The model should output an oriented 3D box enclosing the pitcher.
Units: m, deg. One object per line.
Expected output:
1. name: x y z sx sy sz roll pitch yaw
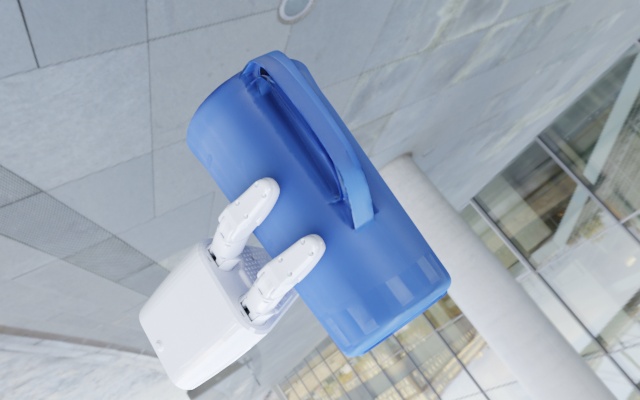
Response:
1. pitcher: 0.000 0.001 0.408 0.145 0.242 0.149 -43 -17 21
